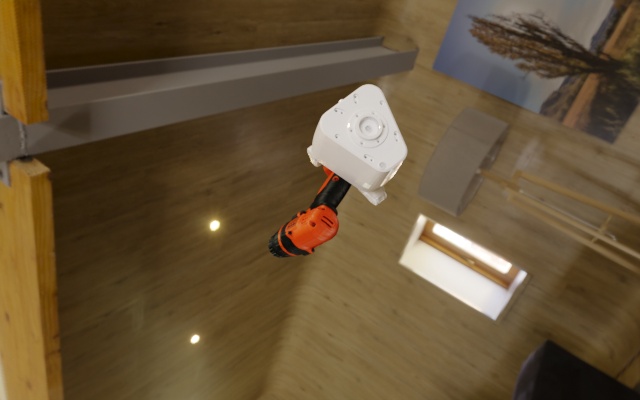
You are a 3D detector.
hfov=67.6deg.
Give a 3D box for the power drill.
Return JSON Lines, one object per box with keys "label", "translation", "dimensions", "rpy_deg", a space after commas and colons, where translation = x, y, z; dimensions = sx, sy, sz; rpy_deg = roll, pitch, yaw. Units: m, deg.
{"label": "power drill", "translation": [0.000, 0.002, 0.732], "dimensions": [0.057, 0.187, 0.184], "rpy_deg": [38, -29, -14]}
